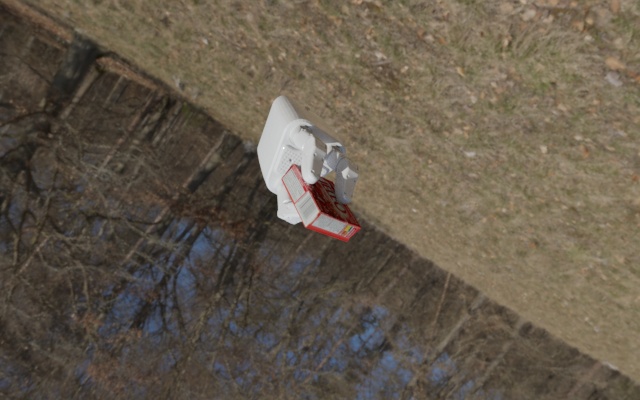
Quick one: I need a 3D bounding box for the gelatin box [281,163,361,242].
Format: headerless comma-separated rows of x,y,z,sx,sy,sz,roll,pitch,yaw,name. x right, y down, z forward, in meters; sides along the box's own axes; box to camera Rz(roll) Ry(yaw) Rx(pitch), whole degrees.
0.000,0.002,0.573,0.073,0.030,0.089,23,28,-43,gelatin box
